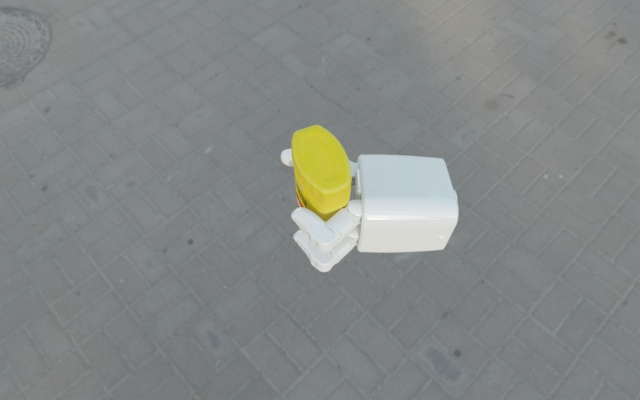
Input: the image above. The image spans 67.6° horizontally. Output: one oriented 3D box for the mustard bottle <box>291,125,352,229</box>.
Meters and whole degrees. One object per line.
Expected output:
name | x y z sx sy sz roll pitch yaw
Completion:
mustard bottle | 0.000 0.002 0.594 0.058 0.096 0.192 -21 -29 -12
